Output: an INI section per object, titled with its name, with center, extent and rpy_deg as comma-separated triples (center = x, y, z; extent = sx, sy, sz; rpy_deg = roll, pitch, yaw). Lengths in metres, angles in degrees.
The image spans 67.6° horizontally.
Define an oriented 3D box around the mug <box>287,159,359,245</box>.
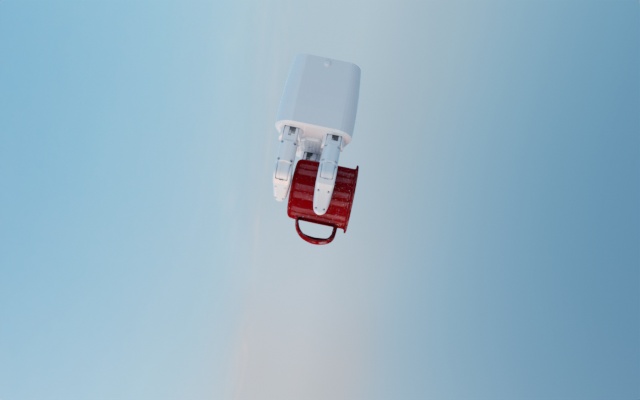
[mug]
center = 0.000, 0.003, 0.633
extent = 0.081, 0.117, 0.093
rpy_deg = 11, -19, 1
